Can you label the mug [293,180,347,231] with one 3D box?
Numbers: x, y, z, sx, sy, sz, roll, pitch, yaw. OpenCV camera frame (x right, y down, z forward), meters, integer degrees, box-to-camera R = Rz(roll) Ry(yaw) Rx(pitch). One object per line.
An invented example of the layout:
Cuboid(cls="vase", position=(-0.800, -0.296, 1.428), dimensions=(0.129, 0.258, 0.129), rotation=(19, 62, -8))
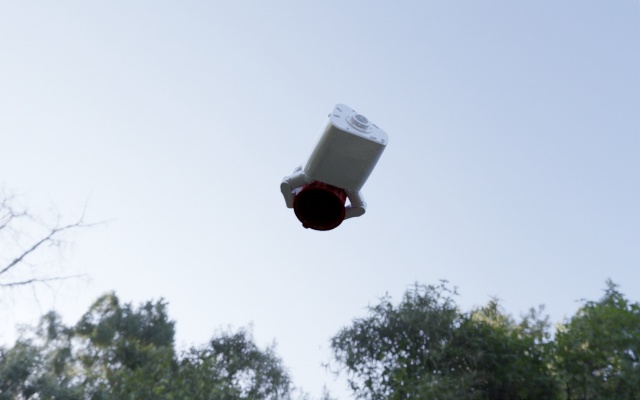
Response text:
Cuboid(cls="mug", position=(0.000, 0.004, 0.858), dimensions=(0.093, 0.117, 0.081), rotation=(27, 35, -5))
